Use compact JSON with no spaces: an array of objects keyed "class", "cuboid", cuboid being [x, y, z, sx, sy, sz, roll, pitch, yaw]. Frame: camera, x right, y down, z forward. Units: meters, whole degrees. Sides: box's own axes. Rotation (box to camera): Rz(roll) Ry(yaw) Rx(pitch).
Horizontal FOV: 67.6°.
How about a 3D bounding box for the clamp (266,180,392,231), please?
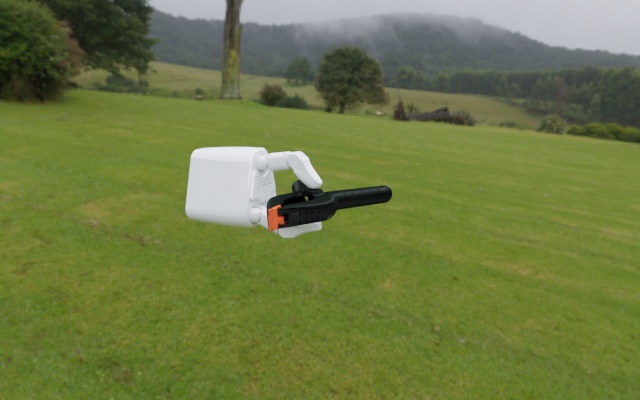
[{"class":"clamp","cuboid":[0.000,0.001,0.654,0.164,0.036,0.210,2,13,21]}]
